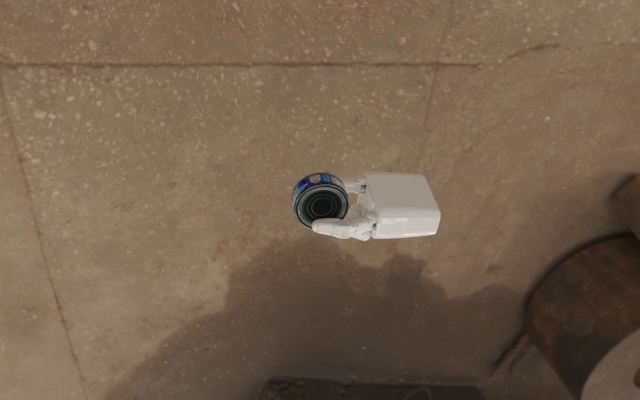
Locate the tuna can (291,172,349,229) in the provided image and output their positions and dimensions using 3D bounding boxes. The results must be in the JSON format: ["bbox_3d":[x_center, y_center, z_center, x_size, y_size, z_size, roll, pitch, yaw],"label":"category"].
[{"bbox_3d":[0.000,0.003,0.724,0.086,0.086,0.033,0,33,-11],"label":"tuna can"}]
